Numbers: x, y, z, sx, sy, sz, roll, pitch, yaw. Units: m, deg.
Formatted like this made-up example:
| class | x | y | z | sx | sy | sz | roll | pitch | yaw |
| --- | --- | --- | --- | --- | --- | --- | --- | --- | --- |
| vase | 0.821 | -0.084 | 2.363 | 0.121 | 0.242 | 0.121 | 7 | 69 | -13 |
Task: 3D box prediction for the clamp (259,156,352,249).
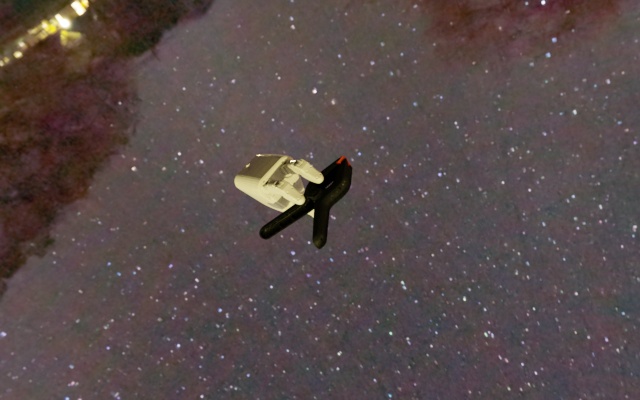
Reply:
| class | x | y | z | sx | sy | sz | roll | pitch | yaw |
| --- | --- | --- | --- | --- | --- | --- | --- | --- | --- |
| clamp | 0.001 | 0.003 | 0.852 | 0.164 | 0.210 | 0.036 | 13 | -34 | 51 |
